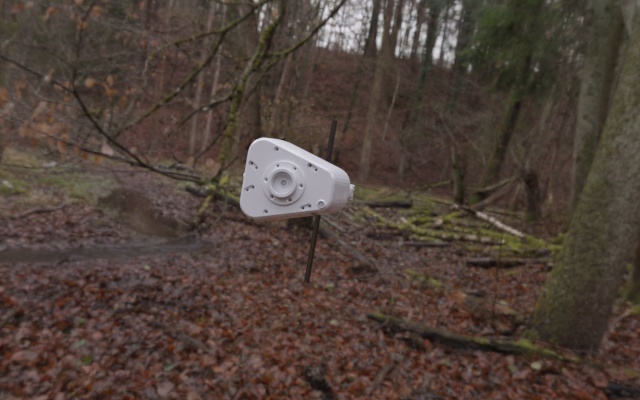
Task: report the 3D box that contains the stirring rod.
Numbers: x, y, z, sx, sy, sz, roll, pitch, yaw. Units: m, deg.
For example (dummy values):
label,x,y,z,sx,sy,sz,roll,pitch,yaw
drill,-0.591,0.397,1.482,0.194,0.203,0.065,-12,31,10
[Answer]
label,x,y,z,sx,sy,sz,roll,pitch,yaw
stirring rod,0.000,0.002,0.700,0.011,0.239,0.011,10,3,0
